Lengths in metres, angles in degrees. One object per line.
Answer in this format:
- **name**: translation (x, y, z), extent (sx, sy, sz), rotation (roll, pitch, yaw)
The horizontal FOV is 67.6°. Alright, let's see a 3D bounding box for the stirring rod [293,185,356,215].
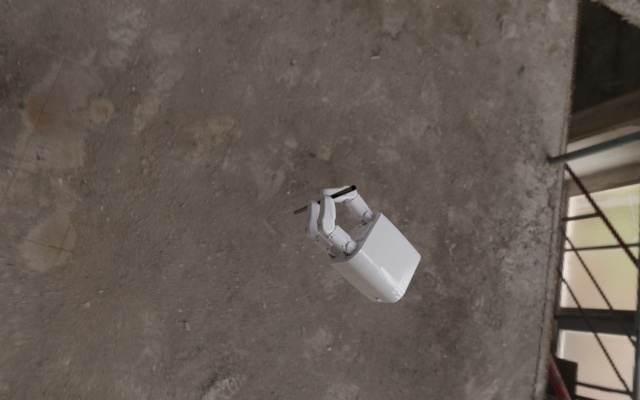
- **stirring rod**: translation (0.000, 0.003, 0.776), extent (0.011, 0.011, 0.239), rotation (0, -10, -23)
